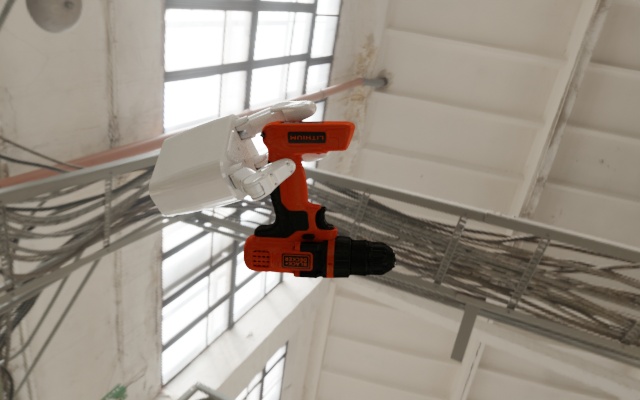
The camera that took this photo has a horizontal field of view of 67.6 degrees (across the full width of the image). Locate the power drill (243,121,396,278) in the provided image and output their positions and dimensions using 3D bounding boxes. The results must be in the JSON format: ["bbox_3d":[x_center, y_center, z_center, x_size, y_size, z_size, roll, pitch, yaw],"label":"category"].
[{"bbox_3d":[0.000,0.001,0.561,0.184,0.188,0.057,2,12,2],"label":"power drill"}]
